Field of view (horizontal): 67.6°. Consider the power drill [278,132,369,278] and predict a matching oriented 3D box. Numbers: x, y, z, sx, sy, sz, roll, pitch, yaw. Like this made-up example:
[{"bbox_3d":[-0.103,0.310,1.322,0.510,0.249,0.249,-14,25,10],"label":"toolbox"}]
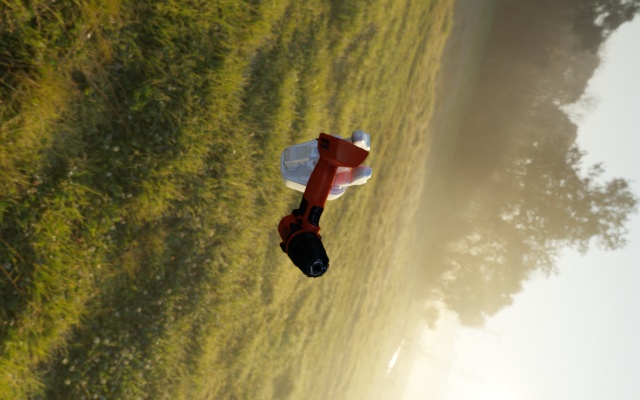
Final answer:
[{"bbox_3d":[0.000,0.002,0.680,0.057,0.187,0.184,23,7,-21],"label":"power drill"}]
